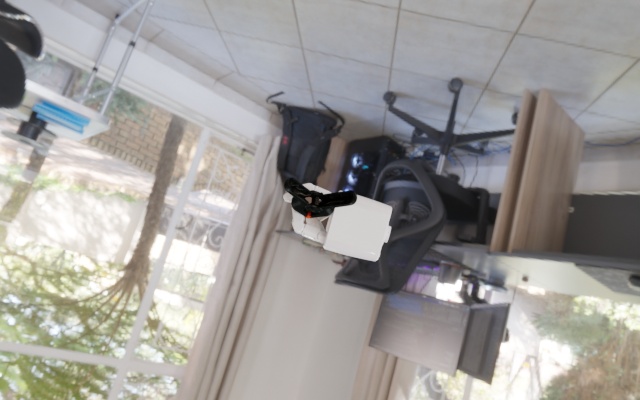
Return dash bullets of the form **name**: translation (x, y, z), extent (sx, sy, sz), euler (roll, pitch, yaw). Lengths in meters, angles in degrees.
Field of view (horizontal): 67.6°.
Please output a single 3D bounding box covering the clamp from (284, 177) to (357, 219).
- **clamp**: translation (0.000, 0.003, 0.840), extent (0.120, 0.039, 0.171), euler (15, -13, 4)
